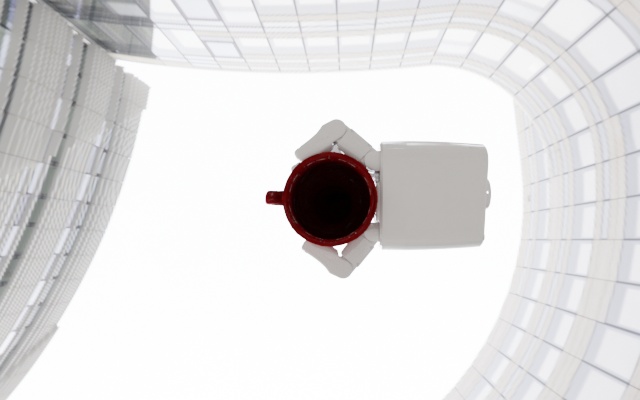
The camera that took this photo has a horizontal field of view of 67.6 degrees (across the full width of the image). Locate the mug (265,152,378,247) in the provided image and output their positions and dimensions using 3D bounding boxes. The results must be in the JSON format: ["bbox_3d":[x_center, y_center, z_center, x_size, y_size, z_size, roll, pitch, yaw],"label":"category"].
[{"bbox_3d":[-0.001,0.002,0.505,0.117,0.093,0.081,0,-5,5],"label":"mug"}]
